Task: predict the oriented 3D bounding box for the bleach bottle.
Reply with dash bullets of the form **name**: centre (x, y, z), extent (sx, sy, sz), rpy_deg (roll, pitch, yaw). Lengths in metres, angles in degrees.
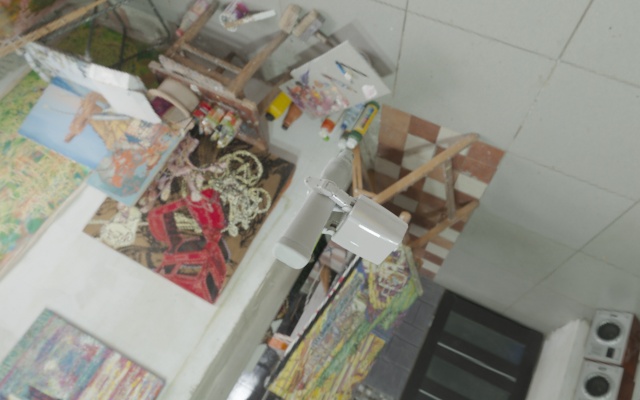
- **bleach bottle**: centre (0.000, 0.003, 0.898), extent (0.068, 0.250, 0.103), rpy_deg (31, -23, -2)
